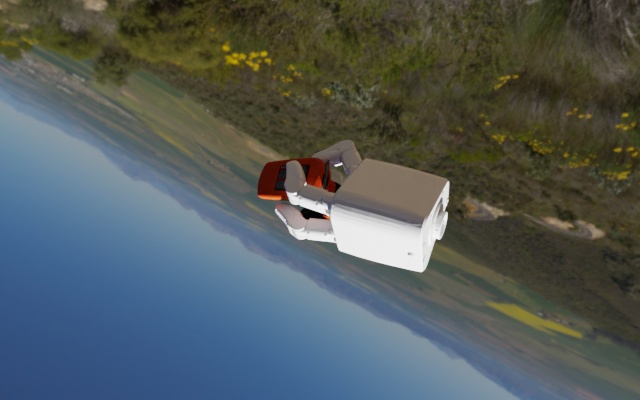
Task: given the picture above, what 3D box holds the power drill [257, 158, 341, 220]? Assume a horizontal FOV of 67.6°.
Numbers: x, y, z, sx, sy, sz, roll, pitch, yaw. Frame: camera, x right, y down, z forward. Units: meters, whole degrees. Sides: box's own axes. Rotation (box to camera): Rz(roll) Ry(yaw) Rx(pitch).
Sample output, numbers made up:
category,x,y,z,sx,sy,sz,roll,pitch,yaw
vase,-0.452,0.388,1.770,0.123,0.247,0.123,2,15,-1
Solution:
category,x,y,z,sx,sy,sz,roll,pitch,yaw
power drill,0.000,0.002,0.684,0.184,0.057,0.188,-2,-21,38
